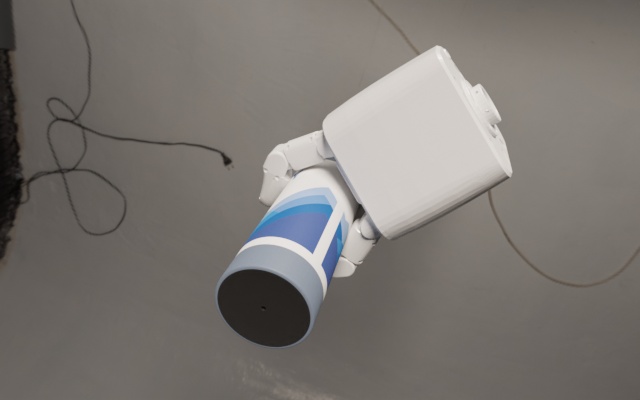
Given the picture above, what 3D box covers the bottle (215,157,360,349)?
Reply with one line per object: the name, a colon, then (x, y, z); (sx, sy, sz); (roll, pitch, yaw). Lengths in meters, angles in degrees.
bottle: (0.000, 0.002, 0.425); (0.069, 0.069, 0.295); (0, 27, 16)
